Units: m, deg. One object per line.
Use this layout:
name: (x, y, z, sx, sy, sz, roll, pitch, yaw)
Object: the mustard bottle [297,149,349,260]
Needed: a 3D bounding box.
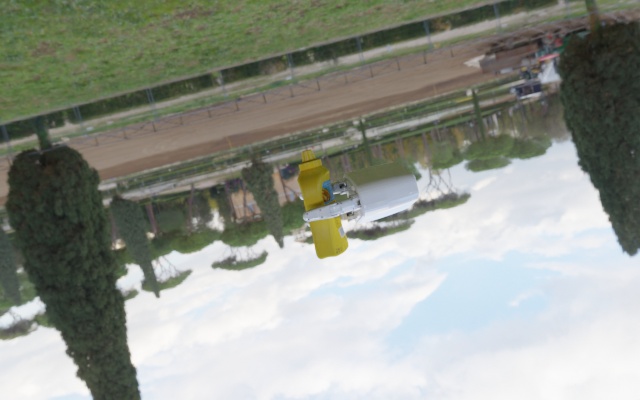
mustard bottle: (0.000, 0.003, 0.858, 0.058, 0.191, 0.096, -13, 6, 17)
